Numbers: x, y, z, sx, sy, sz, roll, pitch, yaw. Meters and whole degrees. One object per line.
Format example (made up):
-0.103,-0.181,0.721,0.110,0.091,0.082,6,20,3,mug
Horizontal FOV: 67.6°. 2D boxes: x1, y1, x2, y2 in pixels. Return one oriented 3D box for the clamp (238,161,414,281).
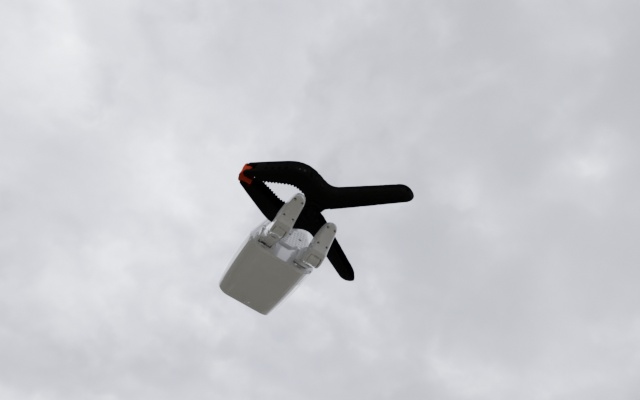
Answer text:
0.000,0.001,0.605,0.210,0.165,0.036,32,29,-11,clamp
